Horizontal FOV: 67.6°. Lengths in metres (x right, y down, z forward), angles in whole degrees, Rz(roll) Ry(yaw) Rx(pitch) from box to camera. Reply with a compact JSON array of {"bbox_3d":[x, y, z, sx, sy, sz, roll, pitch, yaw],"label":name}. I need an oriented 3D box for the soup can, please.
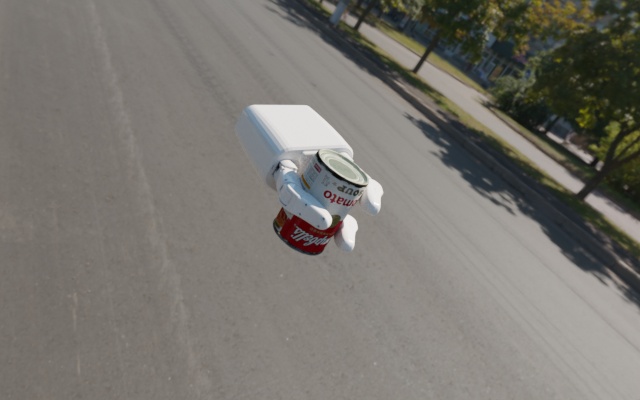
[{"bbox_3d":[0.000,0.002,0.533,0.068,0.102,0.068,27,24,-13],"label":"soup can"}]
